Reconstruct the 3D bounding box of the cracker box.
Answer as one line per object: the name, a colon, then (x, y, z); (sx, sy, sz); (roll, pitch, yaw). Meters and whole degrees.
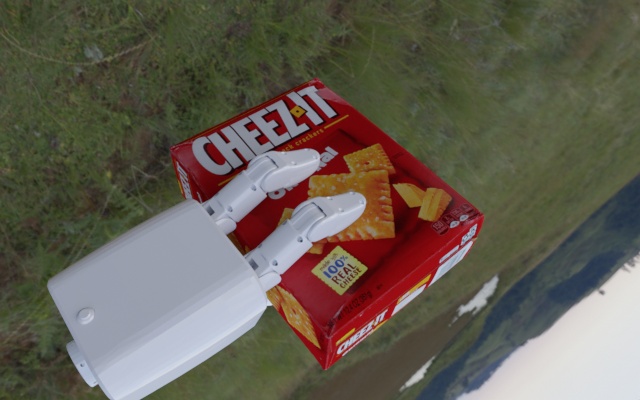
cracker box: (0.000, 0.002, 0.404); (0.164, 0.213, 0.072); (-31, -30, -25)
